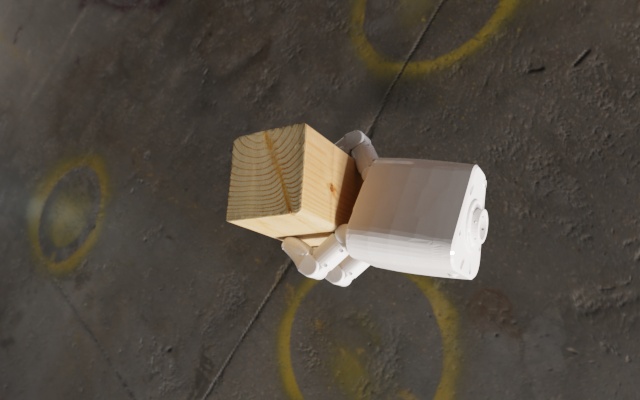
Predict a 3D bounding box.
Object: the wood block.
[{"bbox_3d":[0.000,0.001,0.533,0.090,0.090,0.206,-7,-20,30],"label":"wood block"}]
